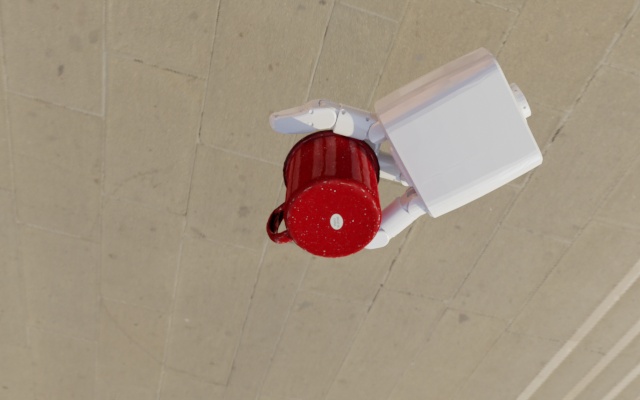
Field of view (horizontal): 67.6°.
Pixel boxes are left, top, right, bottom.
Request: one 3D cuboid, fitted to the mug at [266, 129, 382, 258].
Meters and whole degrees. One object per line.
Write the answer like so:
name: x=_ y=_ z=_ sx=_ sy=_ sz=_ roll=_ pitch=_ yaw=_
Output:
mug: x=-0.001 y=0.002 z=0.426 sx=0.117 sy=0.093 sz=0.081 roll=-27 pitch=28 yaw=16
